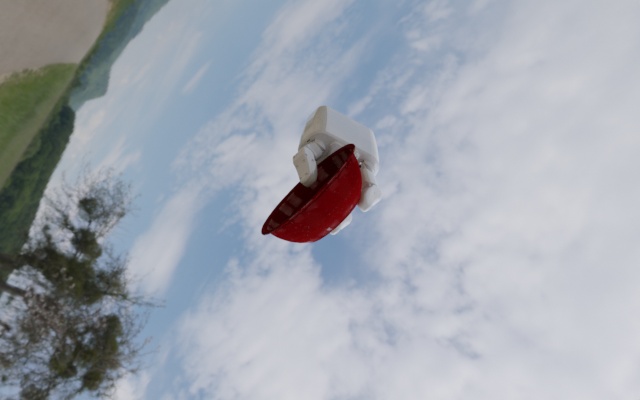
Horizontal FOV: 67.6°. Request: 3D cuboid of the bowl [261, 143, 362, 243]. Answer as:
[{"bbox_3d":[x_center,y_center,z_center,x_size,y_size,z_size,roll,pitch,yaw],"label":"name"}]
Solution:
[{"bbox_3d":[0.000,0.003,0.607,0.162,0.055,0.162,-42,11,10],"label":"bowl"}]
